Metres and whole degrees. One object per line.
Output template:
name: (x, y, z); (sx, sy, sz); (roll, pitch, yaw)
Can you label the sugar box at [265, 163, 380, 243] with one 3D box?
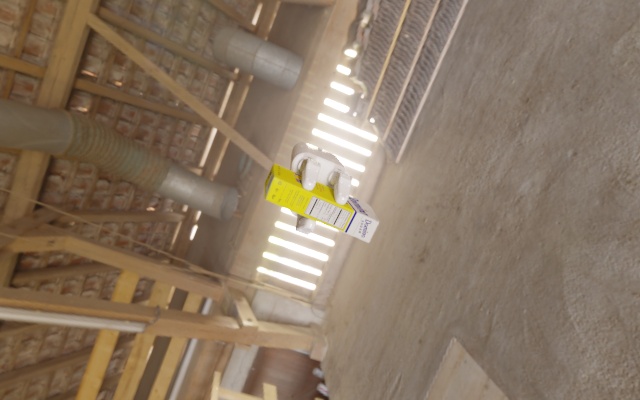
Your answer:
sugar box: (0.000, 0.002, 0.749); (0.176, 0.048, 0.093); (20, 15, -13)
